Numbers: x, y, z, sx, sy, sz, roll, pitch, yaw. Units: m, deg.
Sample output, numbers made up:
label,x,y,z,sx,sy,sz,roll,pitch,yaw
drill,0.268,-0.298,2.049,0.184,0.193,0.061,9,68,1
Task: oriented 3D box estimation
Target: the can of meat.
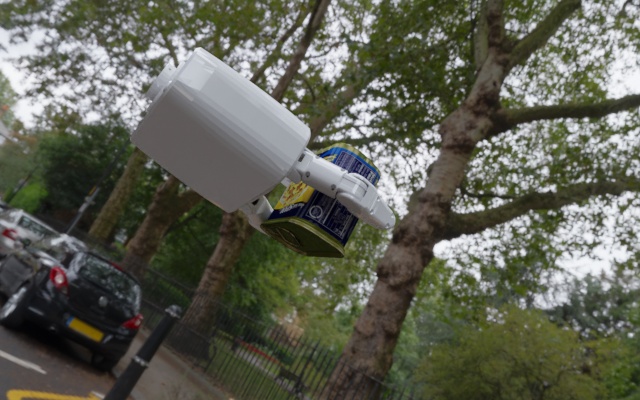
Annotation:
label,x,y,z,sx,sy,sz,roll,pitch,yaw
can of meat,0.000,0.001,0.434,0.057,0.084,0.102,35,-19,-19
